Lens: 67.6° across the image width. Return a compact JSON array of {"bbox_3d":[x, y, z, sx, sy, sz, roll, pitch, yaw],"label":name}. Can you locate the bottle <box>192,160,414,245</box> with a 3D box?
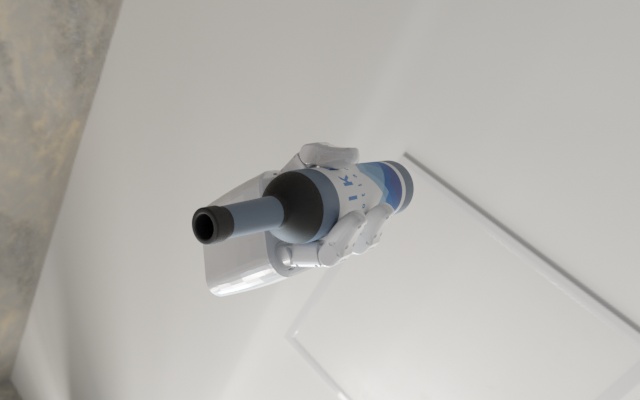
[{"bbox_3d":[0.000,0.001,0.458,0.069,0.069,0.295,0,7,34],"label":"bottle"}]
